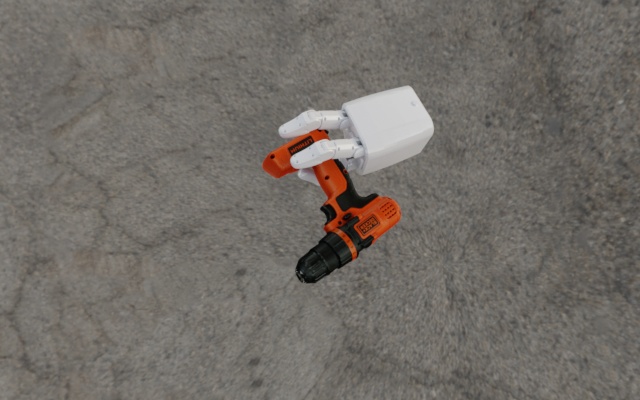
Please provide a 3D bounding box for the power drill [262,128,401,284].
[{"bbox_3d":[0.000,0.002,0.679,0.184,0.187,0.057,-34,-5,-26],"label":"power drill"}]
